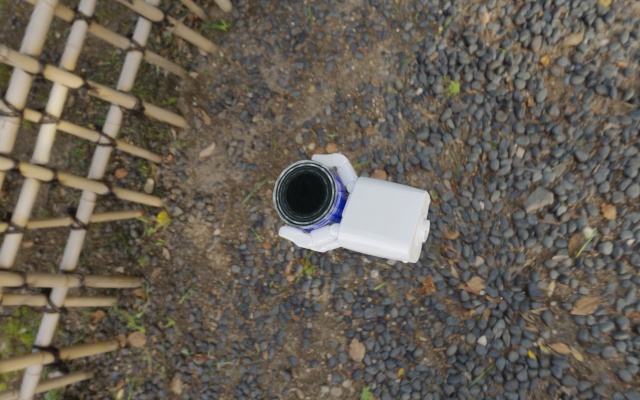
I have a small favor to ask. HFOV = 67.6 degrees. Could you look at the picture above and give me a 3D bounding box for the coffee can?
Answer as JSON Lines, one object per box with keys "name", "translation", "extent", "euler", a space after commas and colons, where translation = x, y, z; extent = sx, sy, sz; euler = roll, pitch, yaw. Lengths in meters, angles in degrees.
{"name": "coffee can", "translation": [0.000, 0.002, 0.765], "extent": [0.103, 0.103, 0.140], "euler": [0, -11, 21]}
